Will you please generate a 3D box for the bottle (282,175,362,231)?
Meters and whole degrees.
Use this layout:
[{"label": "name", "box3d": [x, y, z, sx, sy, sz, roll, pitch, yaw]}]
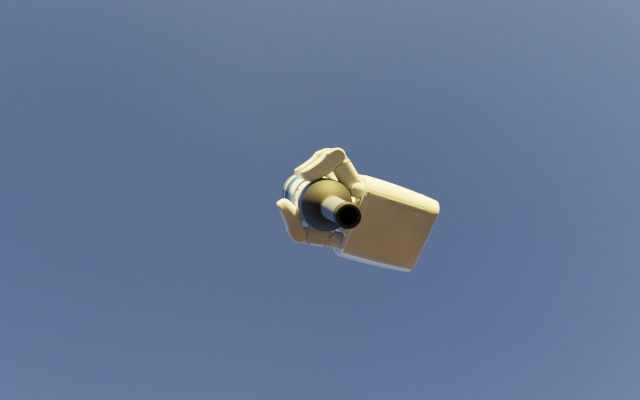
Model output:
[{"label": "bottle", "box3d": [0.000, 0.002, 0.630, 0.069, 0.069, 0.295, 0, 5, -11]}]
